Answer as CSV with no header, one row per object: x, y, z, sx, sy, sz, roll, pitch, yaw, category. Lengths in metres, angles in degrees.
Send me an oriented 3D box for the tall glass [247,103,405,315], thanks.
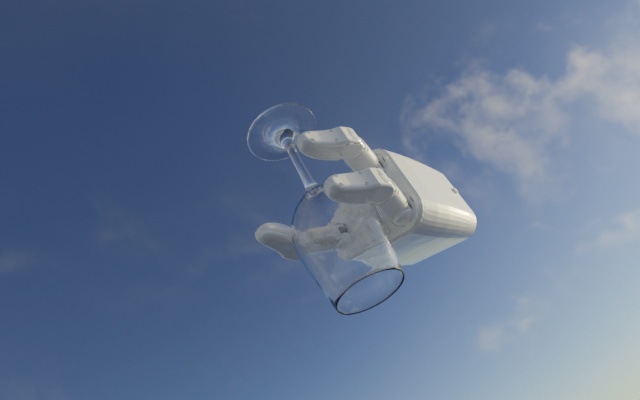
0.000,0.001,0.432,0.079,0.201,0.079,-18,-37,-14,tall glass
